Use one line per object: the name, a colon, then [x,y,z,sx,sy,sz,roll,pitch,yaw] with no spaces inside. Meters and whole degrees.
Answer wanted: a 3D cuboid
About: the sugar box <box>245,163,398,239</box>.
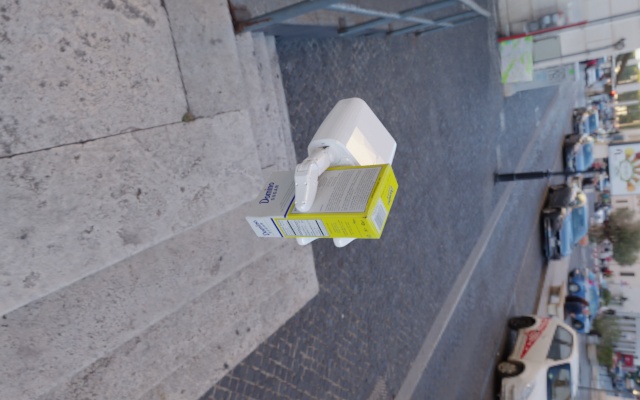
sugar box: [0.000,0.002,0.606,0.176,0.048,0.093,-3,42,32]
